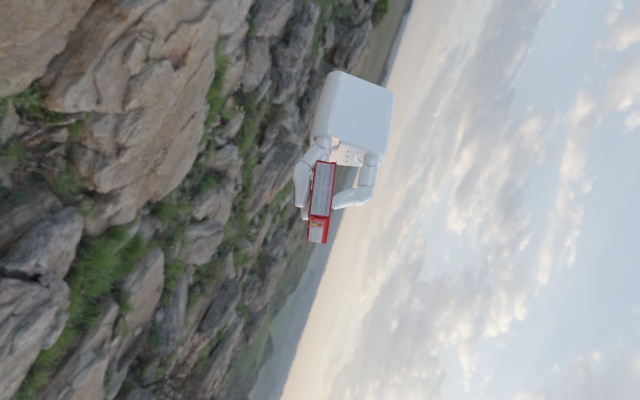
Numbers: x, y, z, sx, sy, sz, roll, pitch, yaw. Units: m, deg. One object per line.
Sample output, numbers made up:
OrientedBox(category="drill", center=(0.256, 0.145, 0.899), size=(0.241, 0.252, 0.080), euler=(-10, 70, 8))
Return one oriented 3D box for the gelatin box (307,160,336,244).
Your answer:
OrientedBox(category="gelatin box", center=(0.001, 0.002, 0.639), size=(0.030, 0.089, 0.073), euler=(6, -31, -1))
